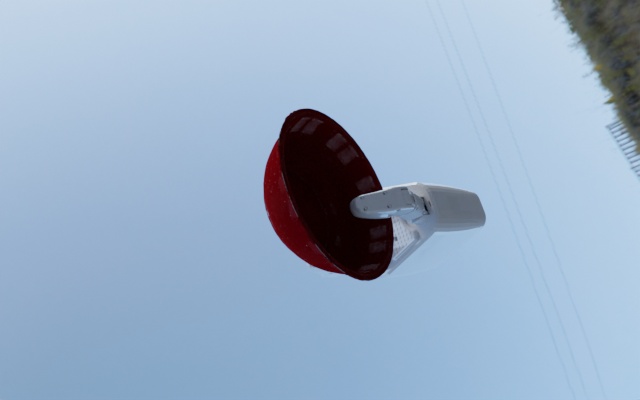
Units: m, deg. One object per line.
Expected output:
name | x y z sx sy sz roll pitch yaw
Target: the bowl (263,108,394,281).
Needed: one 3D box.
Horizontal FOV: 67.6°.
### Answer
bowl | -0.001 0.001 0.429 0.055 0.162 0.162 -26 -14 30
